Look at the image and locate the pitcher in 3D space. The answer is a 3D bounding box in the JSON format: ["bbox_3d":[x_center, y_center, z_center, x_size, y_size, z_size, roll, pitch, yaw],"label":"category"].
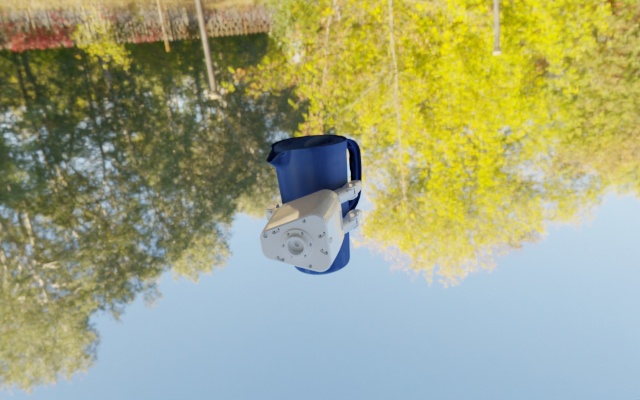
[{"bbox_3d":[0.000,0.003,0.869,0.149,0.243,0.145,-3,18,11],"label":"pitcher"}]
